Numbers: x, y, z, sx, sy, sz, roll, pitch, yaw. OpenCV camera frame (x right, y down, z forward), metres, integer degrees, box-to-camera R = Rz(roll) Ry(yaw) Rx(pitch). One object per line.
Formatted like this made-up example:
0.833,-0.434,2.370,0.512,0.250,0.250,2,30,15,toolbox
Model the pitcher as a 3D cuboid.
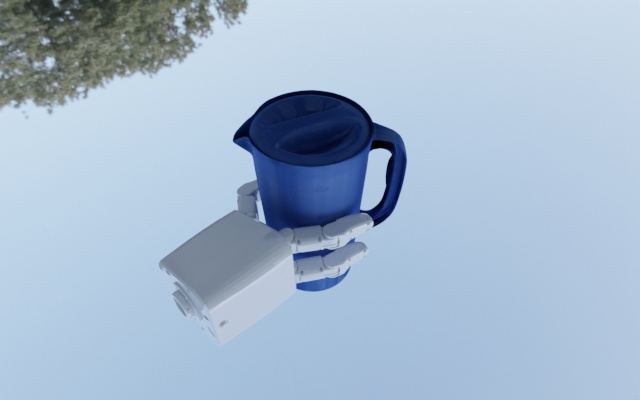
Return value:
0.000,0.002,0.578,0.145,0.243,0.149,-35,55,-29,pitcher
